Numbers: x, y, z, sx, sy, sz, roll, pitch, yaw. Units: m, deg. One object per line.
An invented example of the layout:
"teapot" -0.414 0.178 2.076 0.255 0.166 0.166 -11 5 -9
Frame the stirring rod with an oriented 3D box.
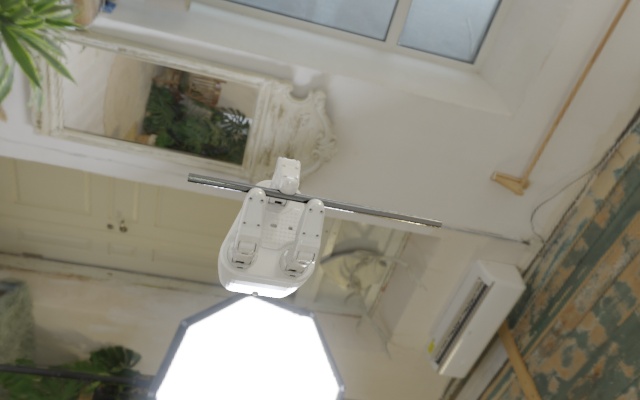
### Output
"stirring rod" 0.000 0.001 0.442 0.239 0.011 0.011 11 -2 -11
